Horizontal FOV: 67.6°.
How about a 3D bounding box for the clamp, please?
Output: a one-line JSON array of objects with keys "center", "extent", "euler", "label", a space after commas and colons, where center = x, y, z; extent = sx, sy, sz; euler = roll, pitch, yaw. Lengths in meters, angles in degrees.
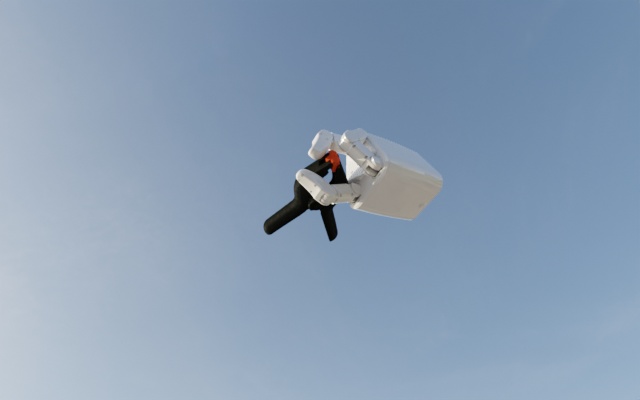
[{"center": [0.000, 0.002, 0.712], "extent": [0.120, 0.039, 0.171], "euler": [11, -46, -30], "label": "clamp"}]
